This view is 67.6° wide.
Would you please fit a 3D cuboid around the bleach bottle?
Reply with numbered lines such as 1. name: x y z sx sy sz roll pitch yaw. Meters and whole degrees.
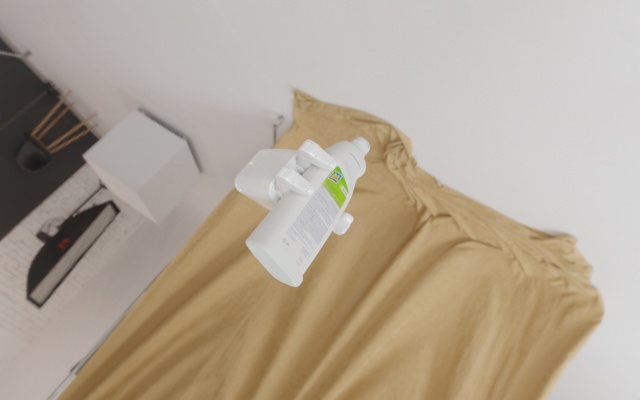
1. bleach bottle: 0.000 0.002 0.730 0.068 0.250 0.103 13 -35 46
